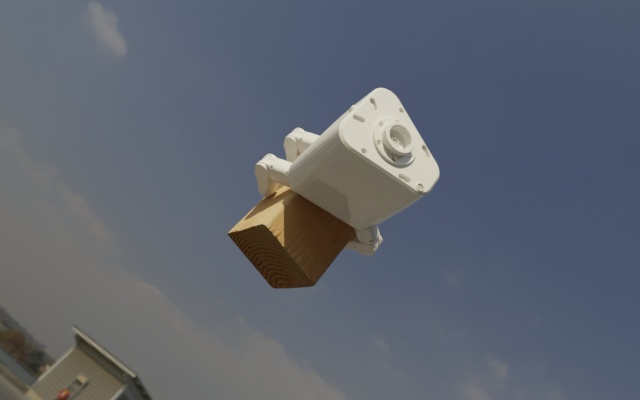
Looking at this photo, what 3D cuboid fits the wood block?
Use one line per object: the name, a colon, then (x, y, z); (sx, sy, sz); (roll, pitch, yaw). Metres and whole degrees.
wood block: (0.001, 0.002, 0.582); (0.090, 0.091, 0.206); (-16, 25, 52)
